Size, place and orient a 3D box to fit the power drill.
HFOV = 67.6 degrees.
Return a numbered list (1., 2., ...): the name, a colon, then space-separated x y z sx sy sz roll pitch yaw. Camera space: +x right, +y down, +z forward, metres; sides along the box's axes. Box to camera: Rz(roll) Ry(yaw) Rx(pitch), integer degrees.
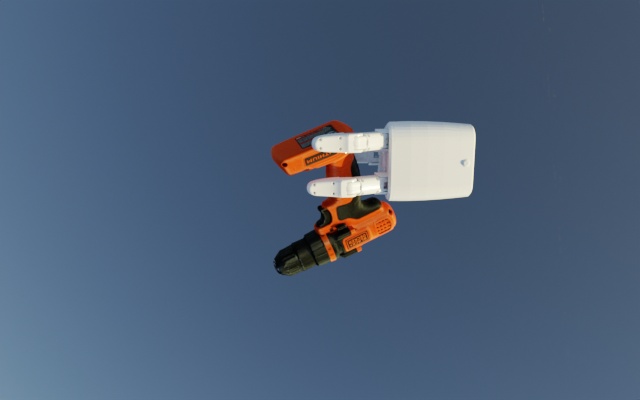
1. power drill: 0.000 0.002 0.636 0.184 0.188 0.057 -26 35 -8
